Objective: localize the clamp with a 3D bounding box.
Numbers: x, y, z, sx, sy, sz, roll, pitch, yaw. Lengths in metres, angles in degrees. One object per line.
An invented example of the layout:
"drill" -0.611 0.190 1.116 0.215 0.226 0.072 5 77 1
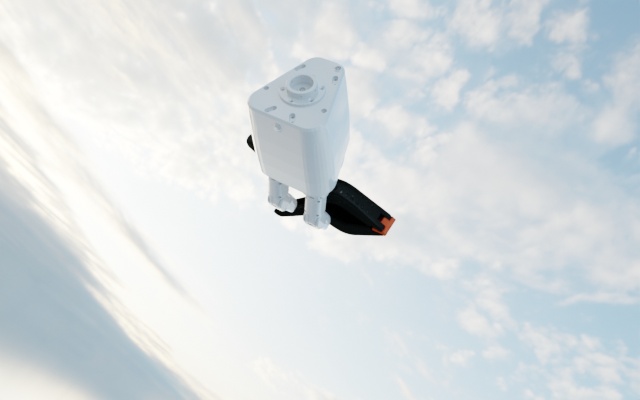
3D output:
"clamp" 0.001 0.002 0.642 0.210 0.036 0.165 26 -28 21
